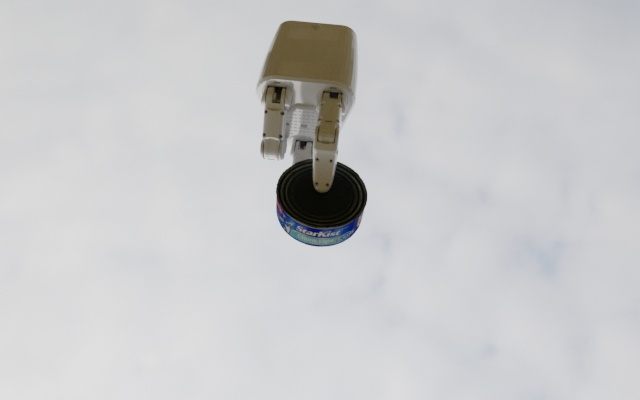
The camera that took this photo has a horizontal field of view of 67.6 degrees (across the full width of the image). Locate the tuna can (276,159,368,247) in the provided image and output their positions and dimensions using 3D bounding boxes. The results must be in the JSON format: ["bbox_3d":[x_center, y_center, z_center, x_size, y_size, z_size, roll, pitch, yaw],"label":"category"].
[{"bbox_3d":[0.000,0.002,0.457,0.086,0.086,0.034,0,-40,-7],"label":"tuna can"}]
